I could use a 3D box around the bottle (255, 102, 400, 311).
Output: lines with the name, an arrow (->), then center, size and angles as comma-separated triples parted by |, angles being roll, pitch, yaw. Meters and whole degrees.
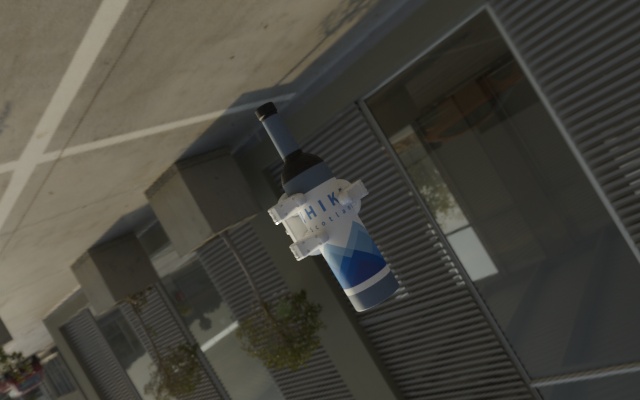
bottle -> 0.000, 0.002, 0.632 | 0.069, 0.295, 0.069 | -31, -1, -1
